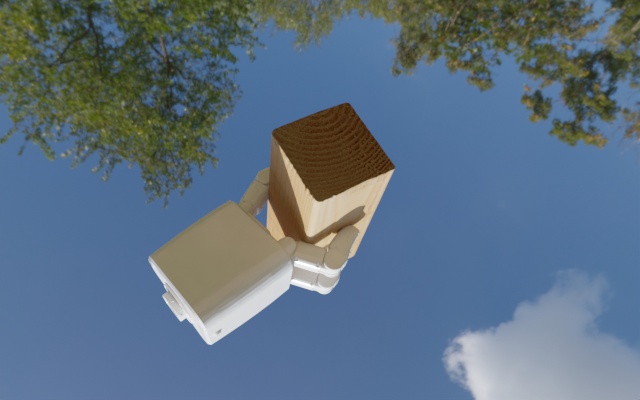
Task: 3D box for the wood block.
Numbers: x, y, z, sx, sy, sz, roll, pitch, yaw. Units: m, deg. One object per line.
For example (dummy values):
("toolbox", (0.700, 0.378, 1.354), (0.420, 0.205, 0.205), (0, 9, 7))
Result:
("wood block", (0.000, 0.002, 0.534), (0.090, 0.090, 0.206), (-24, -23, -20))
